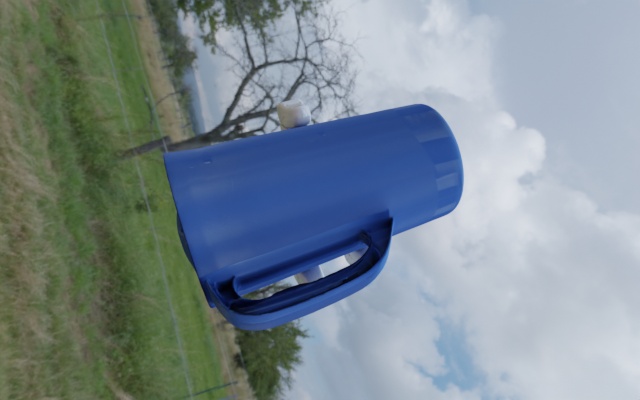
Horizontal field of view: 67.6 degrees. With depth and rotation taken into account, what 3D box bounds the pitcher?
[{"bbox_3d":[0.000,0.001,0.416,0.243,0.149,0.145,-17,3,-12],"label":"pitcher"}]
